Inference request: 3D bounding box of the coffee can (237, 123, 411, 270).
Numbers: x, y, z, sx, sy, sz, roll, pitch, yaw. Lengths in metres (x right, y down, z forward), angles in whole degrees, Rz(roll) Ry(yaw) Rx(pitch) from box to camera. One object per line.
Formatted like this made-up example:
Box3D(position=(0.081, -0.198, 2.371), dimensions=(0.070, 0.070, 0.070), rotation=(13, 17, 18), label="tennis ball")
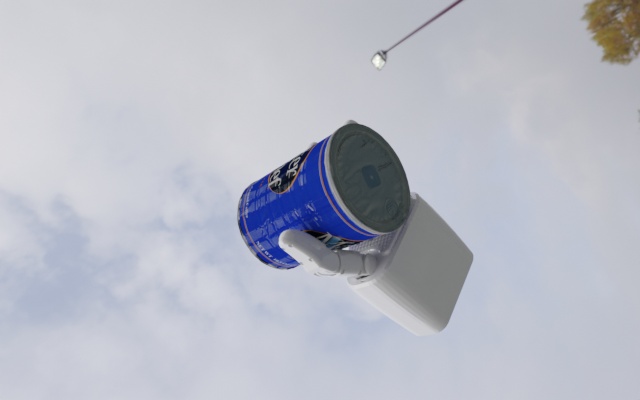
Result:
Box3D(position=(0.000, 0.001, 0.463), dimensions=(0.103, 0.102, 0.140), rotation=(0, -19, -44), label="coffee can")
